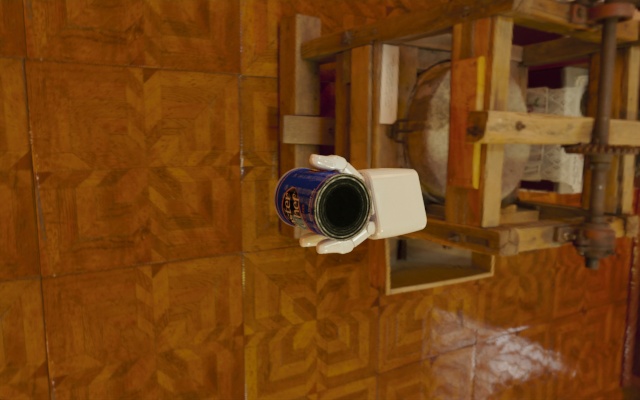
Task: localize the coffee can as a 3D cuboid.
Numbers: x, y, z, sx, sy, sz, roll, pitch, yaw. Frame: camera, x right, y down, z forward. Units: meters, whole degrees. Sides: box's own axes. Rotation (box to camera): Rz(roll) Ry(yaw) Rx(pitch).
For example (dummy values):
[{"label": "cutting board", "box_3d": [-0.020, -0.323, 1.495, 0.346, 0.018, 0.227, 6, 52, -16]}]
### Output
[{"label": "coffee can", "box_3d": [0.000, 0.002, 0.762, 0.103, 0.103, 0.140, 0, 7, -31]}]
